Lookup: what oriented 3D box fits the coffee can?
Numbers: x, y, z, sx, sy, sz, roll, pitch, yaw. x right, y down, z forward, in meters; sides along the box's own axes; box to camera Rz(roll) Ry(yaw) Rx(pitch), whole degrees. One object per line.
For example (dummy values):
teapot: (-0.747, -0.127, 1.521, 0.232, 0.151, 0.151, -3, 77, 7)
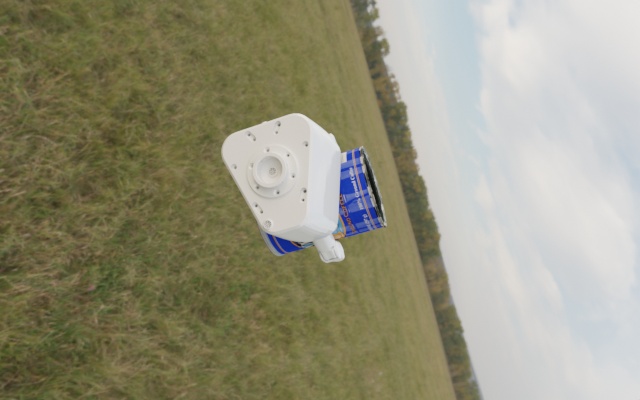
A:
coffee can: (0.000, 0.002, 0.591, 0.140, 0.103, 0.103, -16, -3, 12)
